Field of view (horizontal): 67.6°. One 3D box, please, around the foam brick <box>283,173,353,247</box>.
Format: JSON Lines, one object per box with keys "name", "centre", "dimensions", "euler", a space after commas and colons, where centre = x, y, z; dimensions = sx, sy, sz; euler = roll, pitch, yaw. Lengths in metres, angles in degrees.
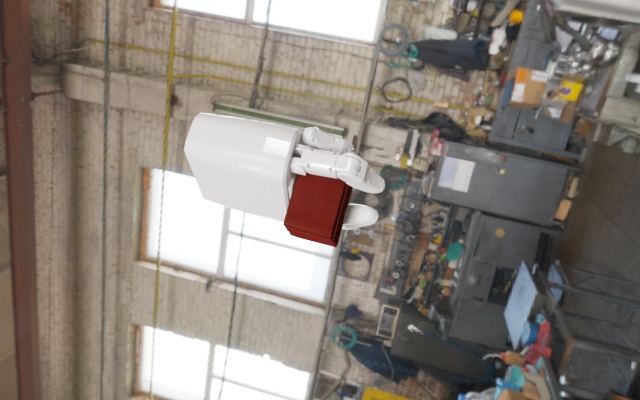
{"name": "foam brick", "centre": [0.000, 0.002, 0.480], "dimensions": [0.051, 0.078, 0.053], "euler": [13, -15, 9]}
